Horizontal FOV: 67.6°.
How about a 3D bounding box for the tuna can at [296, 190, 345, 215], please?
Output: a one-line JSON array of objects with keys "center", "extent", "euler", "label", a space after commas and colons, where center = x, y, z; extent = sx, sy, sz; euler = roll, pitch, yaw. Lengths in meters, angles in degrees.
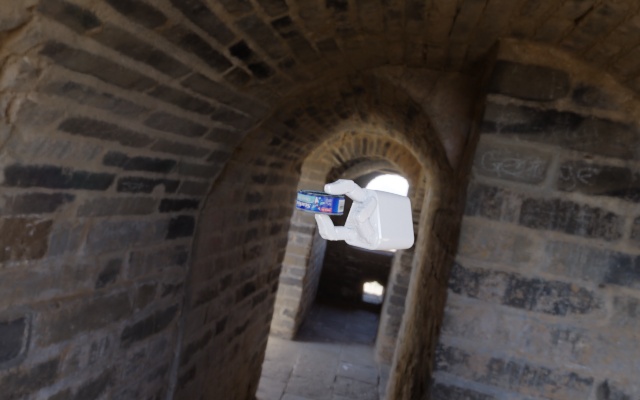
[{"center": [0.000, 0.002, 0.854], "extent": [0.086, 0.034, 0.086], "euler": [7, 5, -1], "label": "tuna can"}]
